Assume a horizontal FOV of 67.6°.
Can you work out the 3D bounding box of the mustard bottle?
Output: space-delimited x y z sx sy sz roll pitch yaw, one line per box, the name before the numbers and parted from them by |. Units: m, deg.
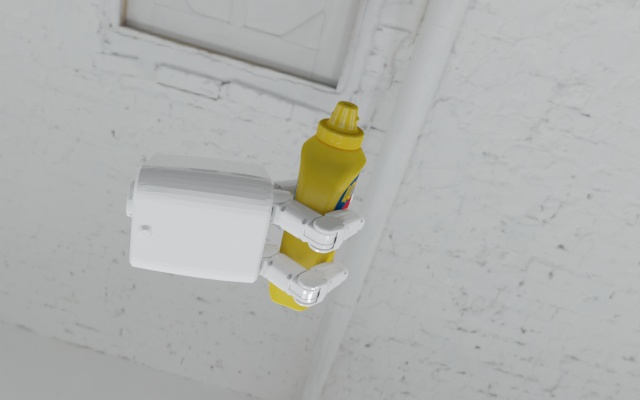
mustard bottle | 0.000 0.002 0.443 0.058 0.192 0.096 19 27 9
